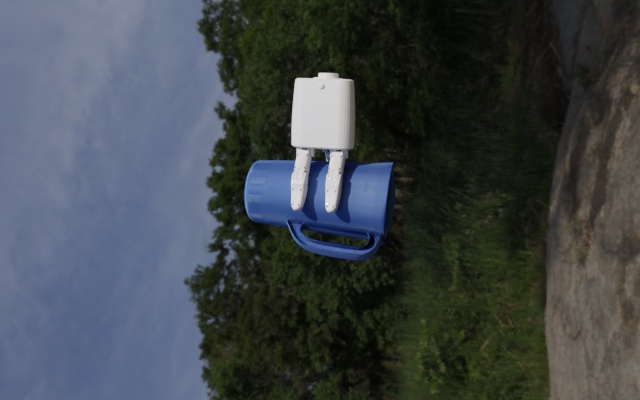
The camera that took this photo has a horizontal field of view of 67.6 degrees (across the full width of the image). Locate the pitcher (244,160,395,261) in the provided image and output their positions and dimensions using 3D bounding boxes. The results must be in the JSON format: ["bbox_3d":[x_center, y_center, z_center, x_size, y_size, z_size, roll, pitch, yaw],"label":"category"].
[{"bbox_3d":[0.000,0.002,0.795,0.243,0.145,0.149,5,14,13],"label":"pitcher"}]
